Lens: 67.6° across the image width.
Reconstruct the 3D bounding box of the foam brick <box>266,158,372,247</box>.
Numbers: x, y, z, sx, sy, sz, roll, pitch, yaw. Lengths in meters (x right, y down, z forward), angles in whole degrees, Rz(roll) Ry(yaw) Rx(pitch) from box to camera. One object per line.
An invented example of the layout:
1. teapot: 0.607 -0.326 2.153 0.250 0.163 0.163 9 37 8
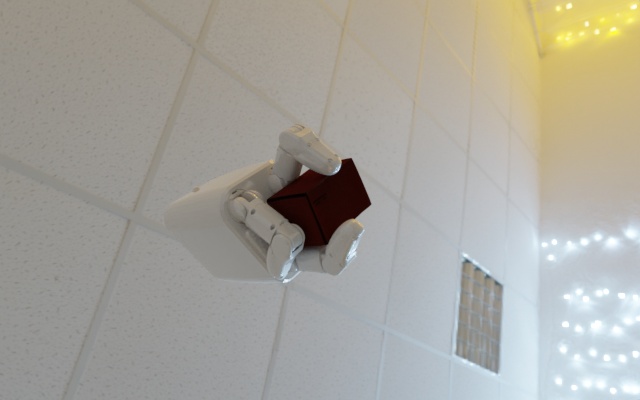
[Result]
1. foam brick: 0.000 0.001 0.443 0.051 0.053 0.078 -9 20 42
